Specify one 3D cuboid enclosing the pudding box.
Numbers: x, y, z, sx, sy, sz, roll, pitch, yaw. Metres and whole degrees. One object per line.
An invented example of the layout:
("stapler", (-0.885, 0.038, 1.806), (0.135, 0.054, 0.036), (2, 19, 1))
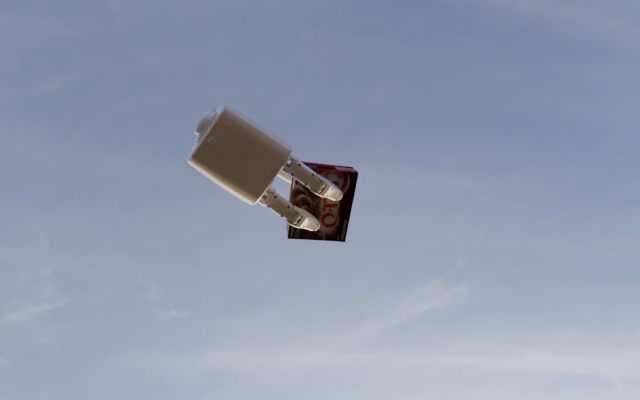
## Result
("pudding box", (0.000, 0.002, 0.701), (0.090, 0.113, 0.039), (5, 21, -14))
